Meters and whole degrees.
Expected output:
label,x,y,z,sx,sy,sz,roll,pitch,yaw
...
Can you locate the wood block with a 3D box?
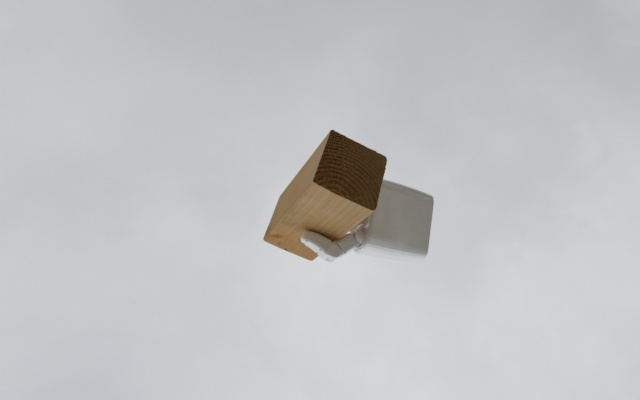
label,x,y,z,sx,sy,sz,roll,pitch,yaw
wood block,0.000,0.003,0.689,0.090,0.090,0.206,25,-33,-12
